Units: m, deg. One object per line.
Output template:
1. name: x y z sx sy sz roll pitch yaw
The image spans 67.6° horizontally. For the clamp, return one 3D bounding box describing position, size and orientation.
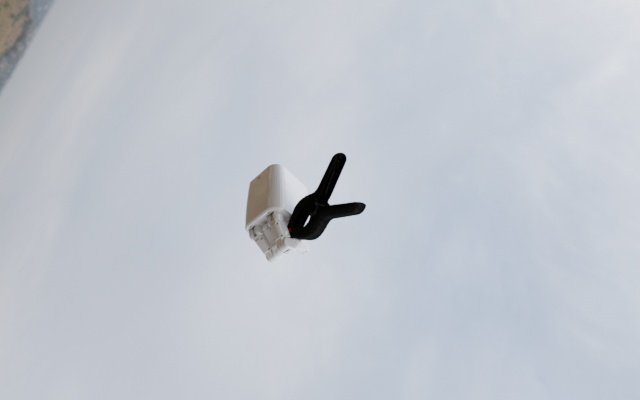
1. clamp: 0.000 0.003 0.790 0.039 0.120 0.171 26 -46 -37
